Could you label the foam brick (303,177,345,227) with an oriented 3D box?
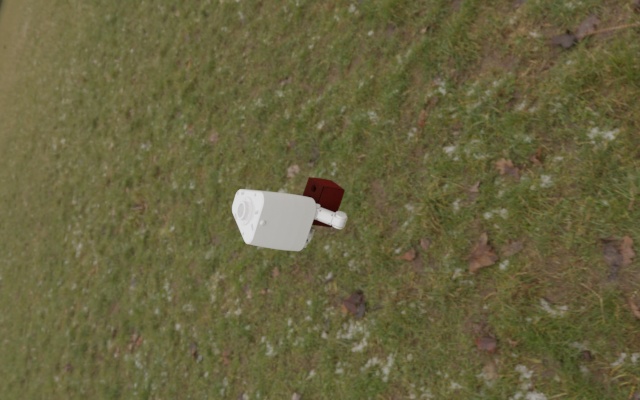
[{"bbox_3d":[0.000,0.003,0.876,0.051,0.078,0.053,10,15,-35],"label":"foam brick"}]
